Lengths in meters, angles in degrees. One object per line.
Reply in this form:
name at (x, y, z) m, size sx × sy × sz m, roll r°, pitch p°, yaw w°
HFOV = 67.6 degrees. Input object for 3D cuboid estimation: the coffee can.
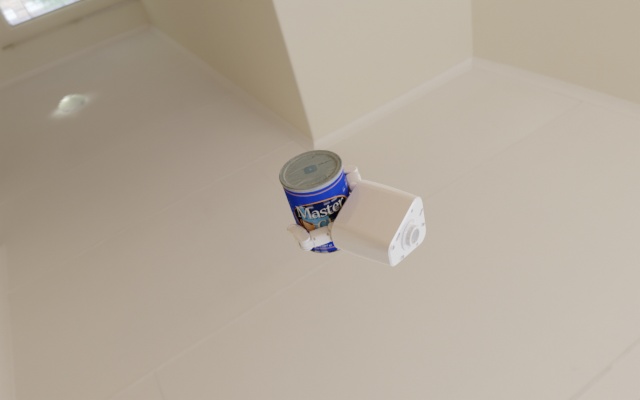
coffee can at (0.000, 0.002, 0.790) m, size 0.103 × 0.140 × 0.102 m, roll -10°, pitch 39°, yaw 8°
